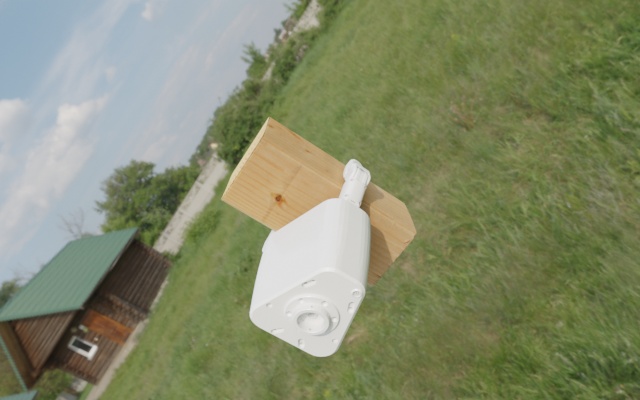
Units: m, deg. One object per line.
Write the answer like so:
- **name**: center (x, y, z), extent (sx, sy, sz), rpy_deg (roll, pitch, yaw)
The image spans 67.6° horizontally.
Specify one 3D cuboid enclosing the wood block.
- **wood block**: center (0.000, 0.002, 0.570), extent (0.206, 0.091, 0.090), rpy_deg (32, 20, -14)
